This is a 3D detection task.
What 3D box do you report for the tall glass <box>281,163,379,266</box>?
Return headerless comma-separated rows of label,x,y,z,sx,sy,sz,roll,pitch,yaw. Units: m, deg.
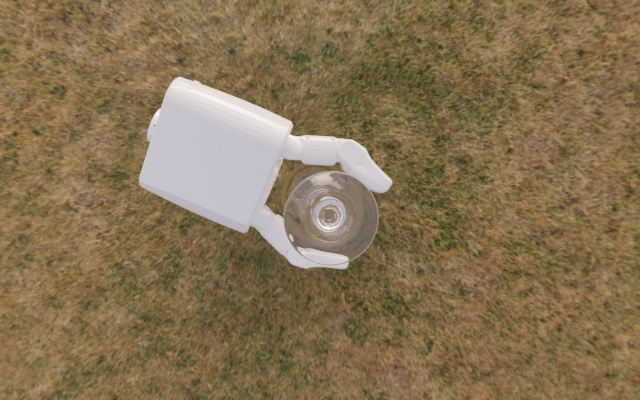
tall glass,0.000,0.002,0.466,0.079,0.079,0.201,0,7,-5
